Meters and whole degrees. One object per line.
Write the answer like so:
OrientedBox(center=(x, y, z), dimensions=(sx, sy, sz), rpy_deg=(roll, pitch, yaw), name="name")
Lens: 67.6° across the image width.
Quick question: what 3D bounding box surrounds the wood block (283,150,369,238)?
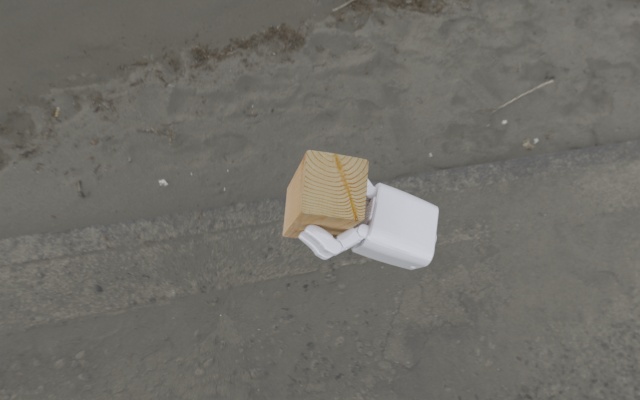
OrientedBox(center=(0.001, 0.002, 0.741), dimensions=(0.090, 0.090, 0.206), rpy_deg=(8, -15, -10), name="wood block")
